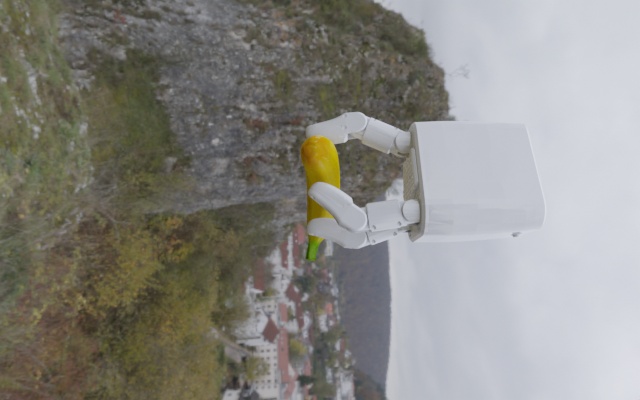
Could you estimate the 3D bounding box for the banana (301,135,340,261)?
[{"bbox_3d":[0.001,-0.012,0.492,0.037,0.069,0.198,2,-35,3],"label":"banana"}]
